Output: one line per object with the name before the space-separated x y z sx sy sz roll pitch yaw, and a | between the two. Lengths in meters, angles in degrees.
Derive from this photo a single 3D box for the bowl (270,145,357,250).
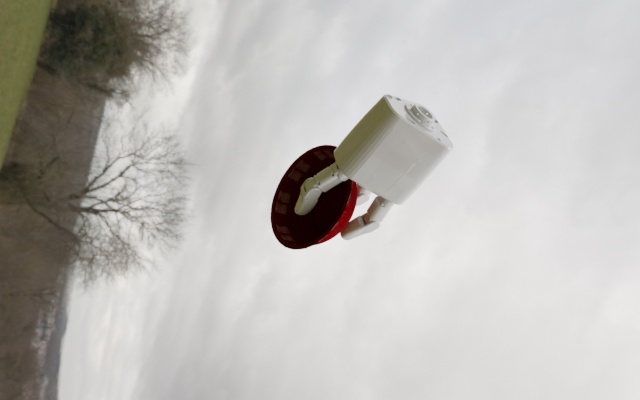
bowl | -0.001 0.003 0.700 0.162 0.162 0.055 0 -22 46
